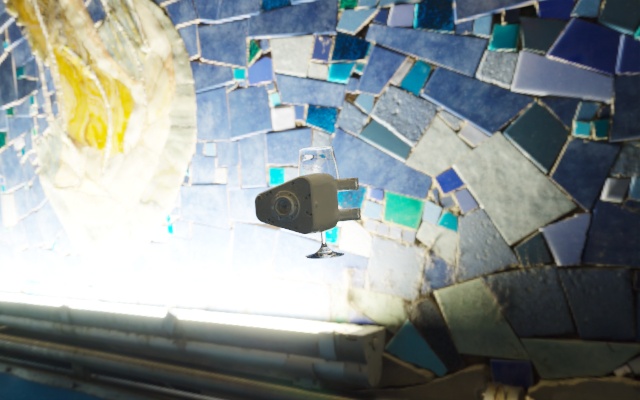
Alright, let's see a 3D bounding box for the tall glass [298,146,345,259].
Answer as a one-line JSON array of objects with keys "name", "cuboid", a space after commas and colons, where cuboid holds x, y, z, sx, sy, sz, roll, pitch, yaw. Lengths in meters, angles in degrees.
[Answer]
[{"name": "tall glass", "cuboid": [0.000, 0.004, 0.879, 0.079, 0.201, 0.079, -4, 2, 0]}]
